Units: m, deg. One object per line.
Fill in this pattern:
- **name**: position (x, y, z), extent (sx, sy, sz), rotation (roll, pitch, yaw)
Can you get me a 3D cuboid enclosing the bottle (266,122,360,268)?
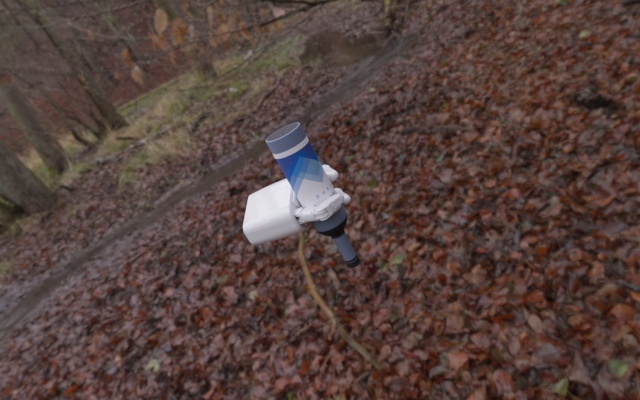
- **bottle**: position (0.000, 0.003, 0.870), extent (0.069, 0.296, 0.069), rotation (-24, 23, 11)
